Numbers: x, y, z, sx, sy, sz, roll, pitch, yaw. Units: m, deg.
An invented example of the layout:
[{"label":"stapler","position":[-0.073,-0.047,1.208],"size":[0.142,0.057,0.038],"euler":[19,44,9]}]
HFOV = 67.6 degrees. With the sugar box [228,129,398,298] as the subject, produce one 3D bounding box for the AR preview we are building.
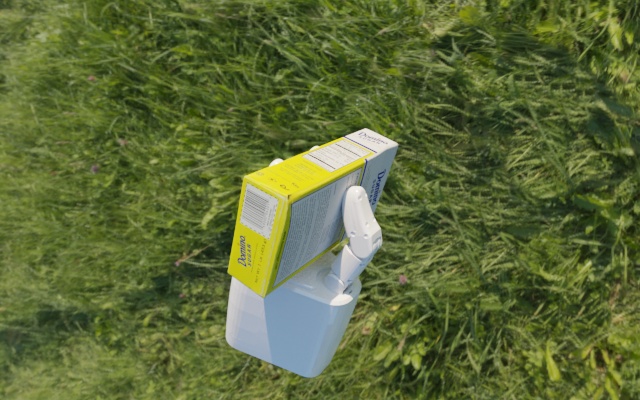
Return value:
[{"label":"sugar box","position":[0.000,0.001,0.415],"size":[0.048,0.093,0.176],"euler":[29,32,21]}]
